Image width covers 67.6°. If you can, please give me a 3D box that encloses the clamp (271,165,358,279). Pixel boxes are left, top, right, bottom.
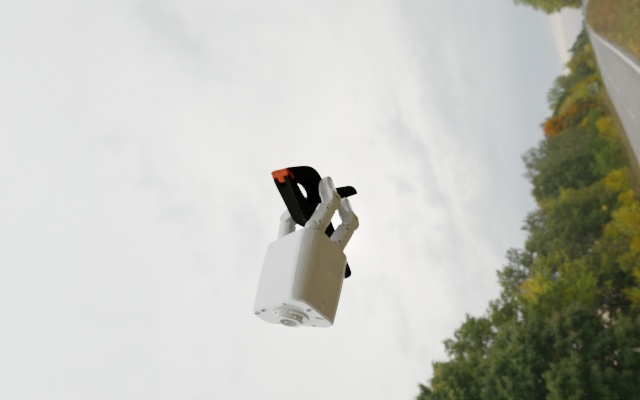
[{"bbox_3d":[-0.001,0.002,0.725,0.036,0.164,0.210,-13,-41,30],"label":"clamp"}]
